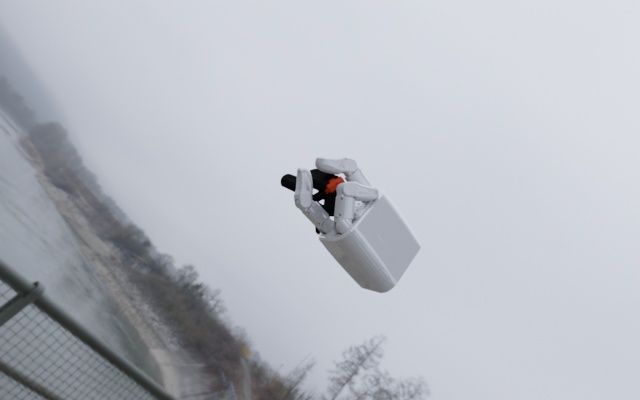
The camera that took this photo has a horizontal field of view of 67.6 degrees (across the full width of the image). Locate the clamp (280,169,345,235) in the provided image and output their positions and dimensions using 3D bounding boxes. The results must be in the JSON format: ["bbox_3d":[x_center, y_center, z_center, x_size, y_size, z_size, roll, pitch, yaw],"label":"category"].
[{"bbox_3d":[0.001,0.002,0.744,0.039,0.120,0.171,-43,13,-18],"label":"clamp"}]
